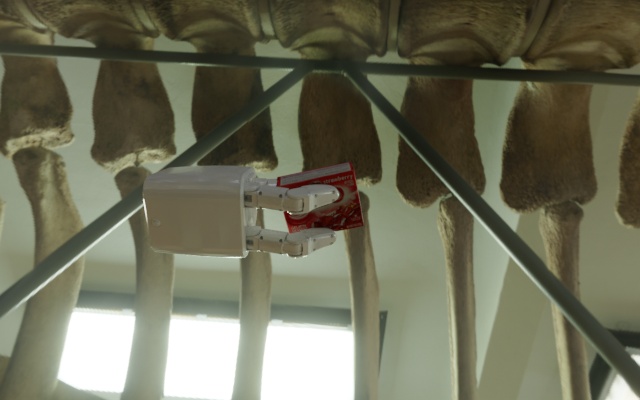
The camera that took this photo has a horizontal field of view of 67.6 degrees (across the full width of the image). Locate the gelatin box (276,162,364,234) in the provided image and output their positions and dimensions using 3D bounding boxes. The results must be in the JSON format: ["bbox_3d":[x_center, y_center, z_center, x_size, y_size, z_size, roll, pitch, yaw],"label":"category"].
[{"bbox_3d":[0.000,0.002,0.549,0.089,0.073,0.030,-12,27,2],"label":"gelatin box"}]
